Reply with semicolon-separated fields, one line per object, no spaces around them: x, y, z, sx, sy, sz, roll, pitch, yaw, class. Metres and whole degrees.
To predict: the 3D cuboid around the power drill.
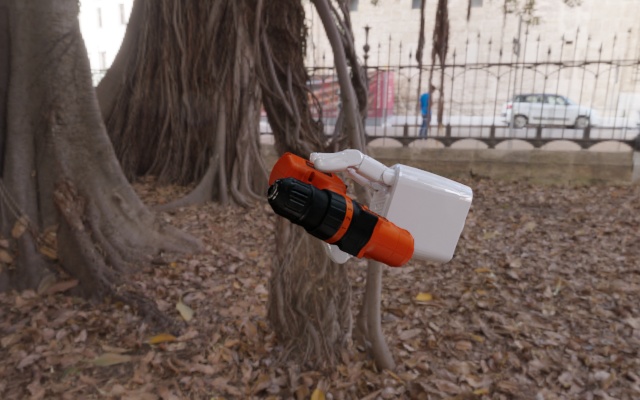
0.000;0.002;0.561;0.184;0.057;0.187;28;9;-29;power drill
